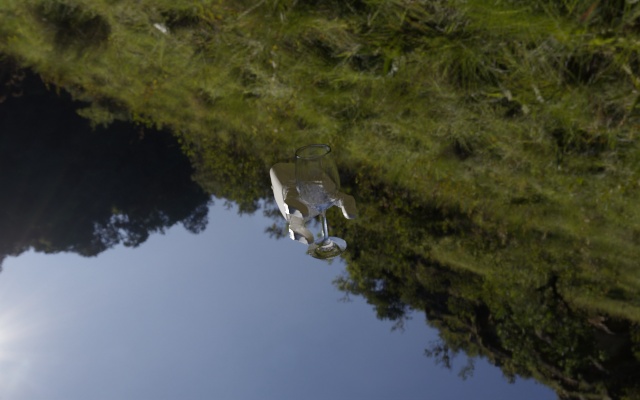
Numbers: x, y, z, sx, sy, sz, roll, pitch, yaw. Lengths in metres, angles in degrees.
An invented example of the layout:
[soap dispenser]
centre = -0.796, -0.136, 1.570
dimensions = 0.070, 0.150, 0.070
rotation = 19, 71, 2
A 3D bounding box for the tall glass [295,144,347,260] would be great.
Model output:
[tall glass]
centre = 0.000, 0.003, 0.856
dimensions = 0.079, 0.201, 0.079
rotation = -6, 28, 3
